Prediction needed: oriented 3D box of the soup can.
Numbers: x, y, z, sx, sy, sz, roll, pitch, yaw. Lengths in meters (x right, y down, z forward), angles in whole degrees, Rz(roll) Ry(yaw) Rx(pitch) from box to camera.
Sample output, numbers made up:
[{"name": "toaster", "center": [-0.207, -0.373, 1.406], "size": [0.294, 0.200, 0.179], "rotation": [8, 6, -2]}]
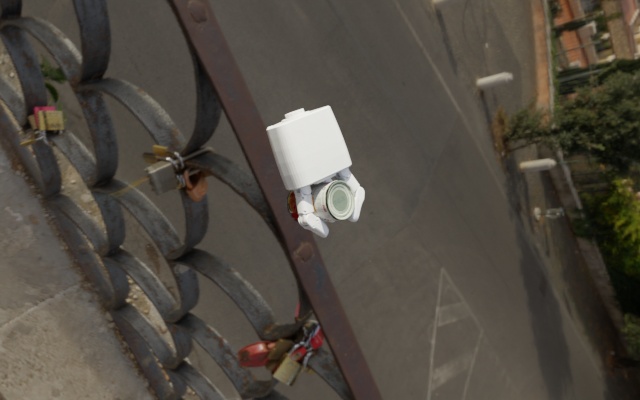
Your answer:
[{"name": "soup can", "center": [0.000, 0.003, 0.811], "size": [0.068, 0.068, 0.102], "rotation": [0, -4, -43]}]
